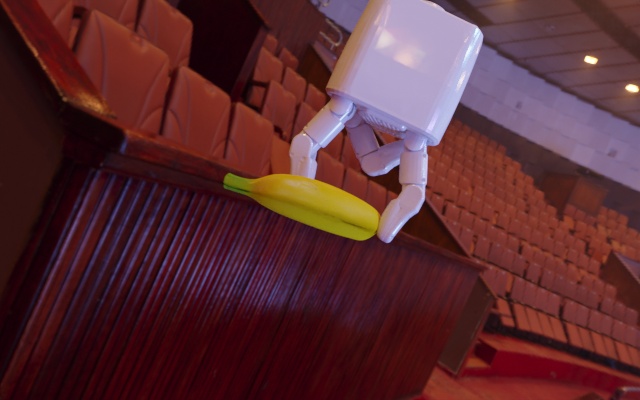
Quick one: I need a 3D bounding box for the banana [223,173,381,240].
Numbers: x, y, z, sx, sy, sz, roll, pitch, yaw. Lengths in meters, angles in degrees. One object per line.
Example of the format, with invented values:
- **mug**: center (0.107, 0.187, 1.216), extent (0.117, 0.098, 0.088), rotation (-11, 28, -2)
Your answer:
- **banana**: center (0.011, 0.007, 0.420), extent (0.069, 0.037, 0.198), rotation (27, 4, 40)
